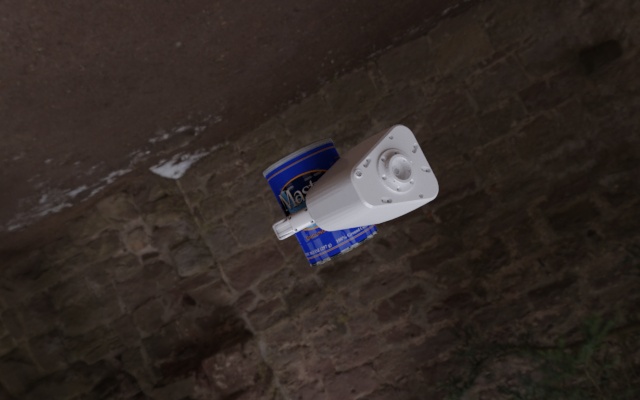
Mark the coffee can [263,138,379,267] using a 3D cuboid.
[{"bbox_3d":[0.000,0.002,0.636,0.103,0.140,0.103,-27,-1,0],"label":"coffee can"}]
